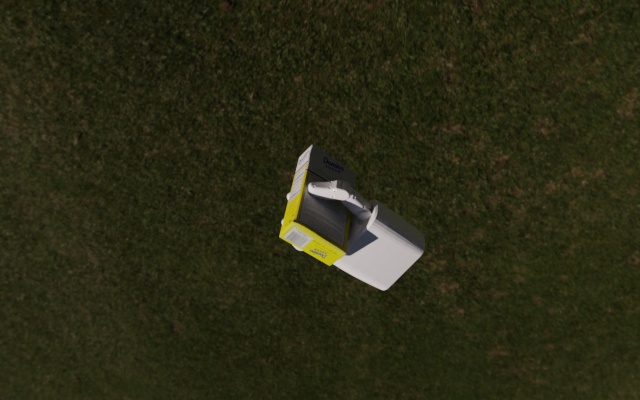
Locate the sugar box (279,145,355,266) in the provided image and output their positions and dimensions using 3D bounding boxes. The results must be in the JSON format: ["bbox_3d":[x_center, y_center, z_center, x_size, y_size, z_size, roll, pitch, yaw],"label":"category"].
[{"bbox_3d":[0.000,0.003,0.725,0.093,0.176,0.048,33,-52,-20],"label":"sugar box"}]
